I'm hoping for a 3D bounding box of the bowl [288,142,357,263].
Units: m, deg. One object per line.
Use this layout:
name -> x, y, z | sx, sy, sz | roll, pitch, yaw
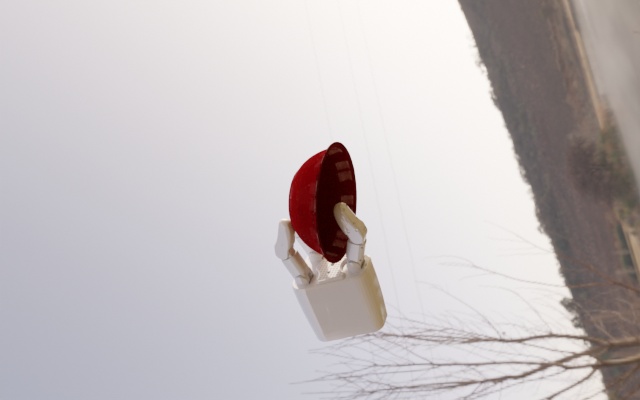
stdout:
bowl -> 0.000, 0.001, 0.645 | 0.055, 0.162, 0.162 | 2, 1, 22
